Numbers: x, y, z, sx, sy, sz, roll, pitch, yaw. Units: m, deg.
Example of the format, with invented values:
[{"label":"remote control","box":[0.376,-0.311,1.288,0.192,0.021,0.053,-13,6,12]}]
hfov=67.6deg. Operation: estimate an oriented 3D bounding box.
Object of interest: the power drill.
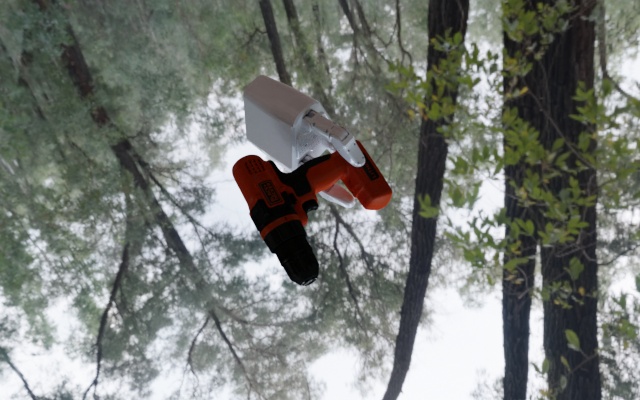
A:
[{"label":"power drill","box":[0.000,0.002,0.624,0.187,0.184,0.057,-20,-20,-30]}]
